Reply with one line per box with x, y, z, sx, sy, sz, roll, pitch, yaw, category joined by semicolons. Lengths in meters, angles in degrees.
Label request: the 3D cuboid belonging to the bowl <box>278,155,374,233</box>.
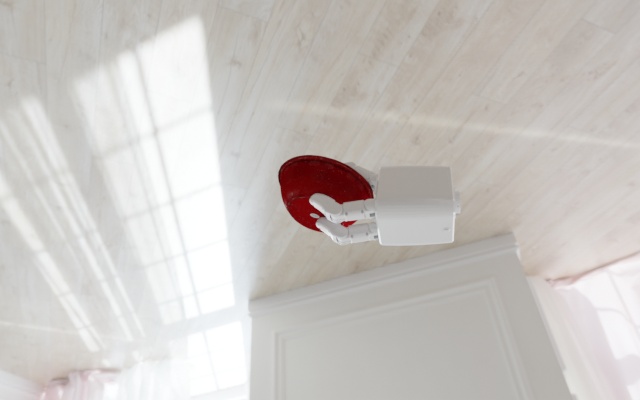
-0.001;0.003;0.753;0.162;0.055;0.162;14;-34;10;bowl
